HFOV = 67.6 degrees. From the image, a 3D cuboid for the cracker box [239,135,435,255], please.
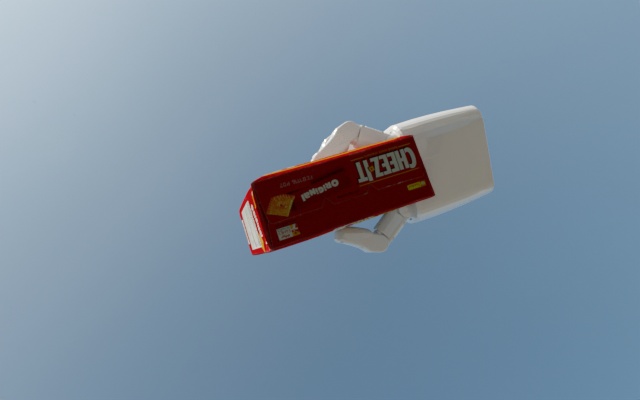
[{"bbox_3d":[0.000,0.002,0.527,0.164,0.072,0.214,-18,-3,-14],"label":"cracker box"}]
